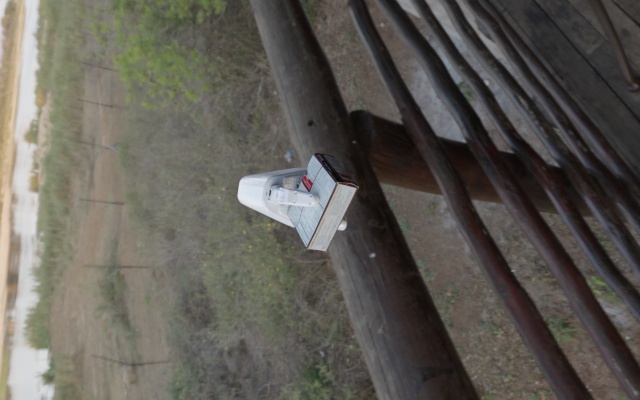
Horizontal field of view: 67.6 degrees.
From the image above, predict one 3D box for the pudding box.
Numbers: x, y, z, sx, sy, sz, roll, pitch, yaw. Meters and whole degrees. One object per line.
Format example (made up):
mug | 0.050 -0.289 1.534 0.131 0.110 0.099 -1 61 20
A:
pudding box | 0.000 0.002 0.677 0.039 0.113 0.090 8 28 -31
